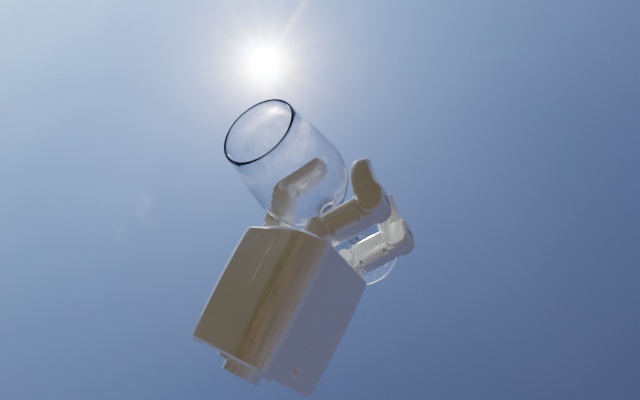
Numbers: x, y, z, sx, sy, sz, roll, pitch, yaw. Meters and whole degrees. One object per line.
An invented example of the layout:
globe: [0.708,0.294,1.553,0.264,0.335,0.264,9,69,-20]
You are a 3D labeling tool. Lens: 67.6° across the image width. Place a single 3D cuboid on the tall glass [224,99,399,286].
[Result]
tall glass: [0.000,0.002,0.421,0.079,0.079,0.201,0,-33,34]
